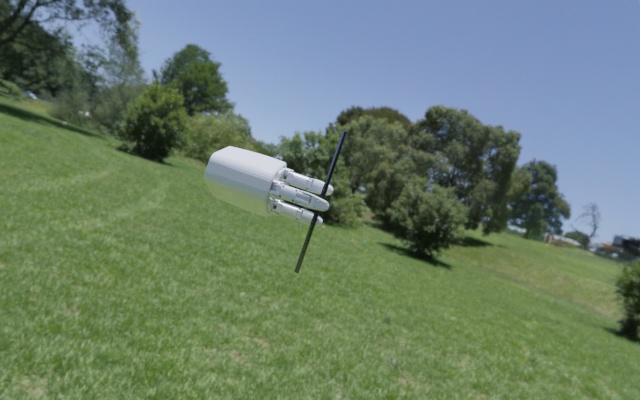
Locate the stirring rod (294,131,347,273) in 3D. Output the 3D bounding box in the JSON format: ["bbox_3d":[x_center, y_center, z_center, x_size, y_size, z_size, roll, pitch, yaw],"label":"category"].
[{"bbox_3d":[0.000,0.003,0.772,0.011,0.239,0.011,19,-1,0],"label":"stirring rod"}]
